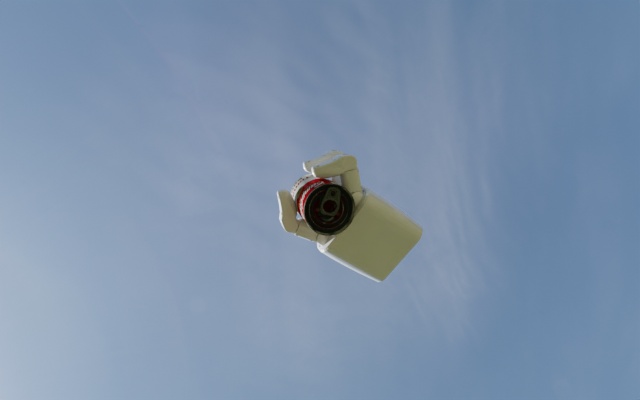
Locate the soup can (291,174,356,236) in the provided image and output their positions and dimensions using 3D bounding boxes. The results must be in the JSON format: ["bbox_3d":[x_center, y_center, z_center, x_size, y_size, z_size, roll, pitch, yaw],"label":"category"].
[{"bbox_3d":[0.000,0.002,0.650,0.068,0.068,0.102,0,11,-14],"label":"soup can"}]
